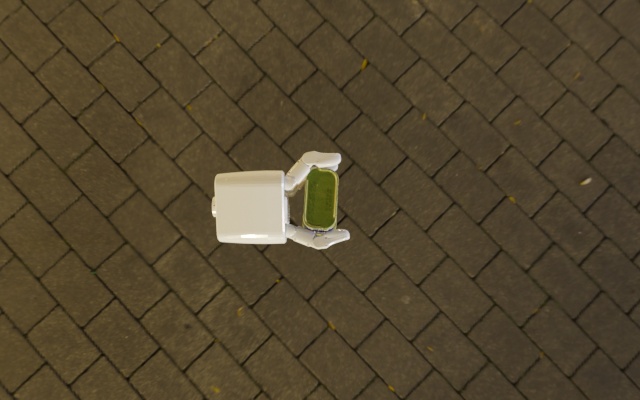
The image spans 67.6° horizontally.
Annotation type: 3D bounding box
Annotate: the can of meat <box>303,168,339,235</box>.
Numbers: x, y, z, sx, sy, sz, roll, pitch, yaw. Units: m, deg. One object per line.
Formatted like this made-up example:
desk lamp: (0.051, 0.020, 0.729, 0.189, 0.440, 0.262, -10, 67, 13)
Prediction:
can of meat: (0.000, 0.003, 0.772, 0.057, 0.102, 0.084, 3, -8, 0)
